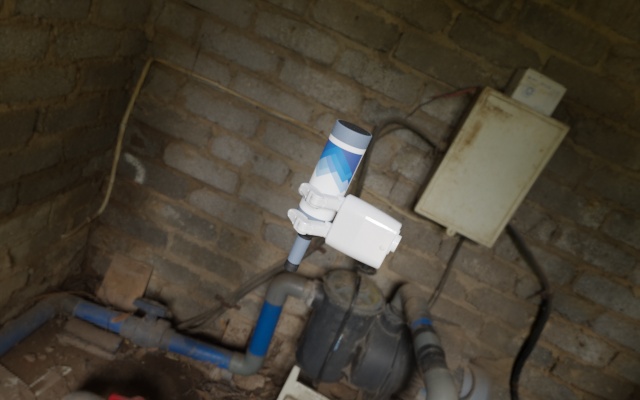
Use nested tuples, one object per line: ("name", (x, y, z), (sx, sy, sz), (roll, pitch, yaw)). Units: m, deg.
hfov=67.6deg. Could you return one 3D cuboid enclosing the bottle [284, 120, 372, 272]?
("bottle", (0.000, 0.003, 0.859), (0.069, 0.296, 0.069), (22, 20, -8))
